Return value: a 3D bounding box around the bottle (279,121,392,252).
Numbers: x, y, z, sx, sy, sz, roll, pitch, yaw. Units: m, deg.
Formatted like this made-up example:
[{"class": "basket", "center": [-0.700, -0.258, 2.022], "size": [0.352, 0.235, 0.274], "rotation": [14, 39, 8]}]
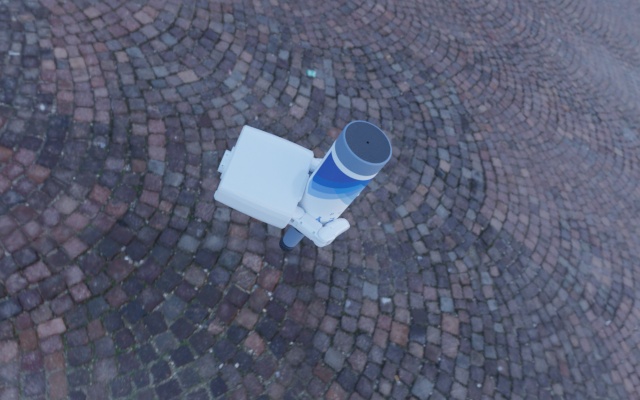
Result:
[{"class": "bottle", "center": [0.000, 0.002, 0.689], "size": [0.069, 0.069, 0.296], "rotation": [0, -30, -27]}]
